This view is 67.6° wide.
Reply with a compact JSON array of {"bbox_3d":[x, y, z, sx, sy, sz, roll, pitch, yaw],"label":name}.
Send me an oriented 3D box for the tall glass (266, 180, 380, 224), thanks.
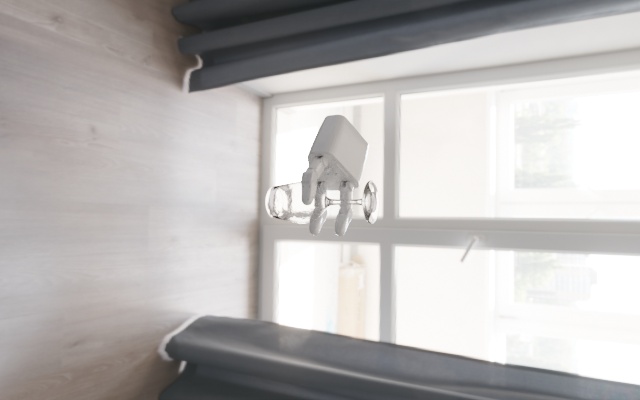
[{"bbox_3d":[0.001,0.003,0.865,0.201,0.079,0.079,0,0,28],"label":"tall glass"}]
